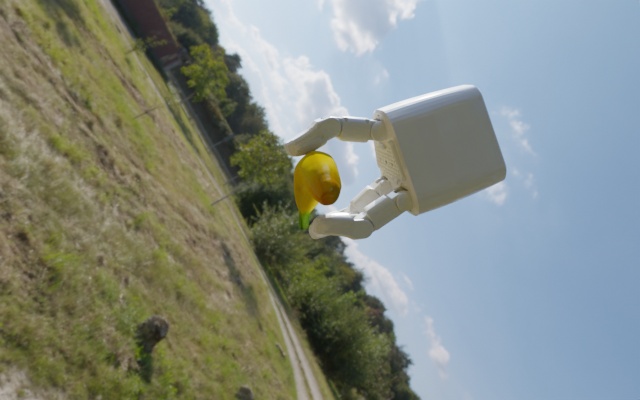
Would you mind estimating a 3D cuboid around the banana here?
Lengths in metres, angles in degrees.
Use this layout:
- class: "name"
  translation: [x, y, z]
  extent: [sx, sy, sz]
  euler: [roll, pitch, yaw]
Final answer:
- class: "banana"
  translation: [-0.004, -0.016, 0.482]
  extent: [0.037, 0.069, 0.198]
  euler: [-11, -8, -8]
